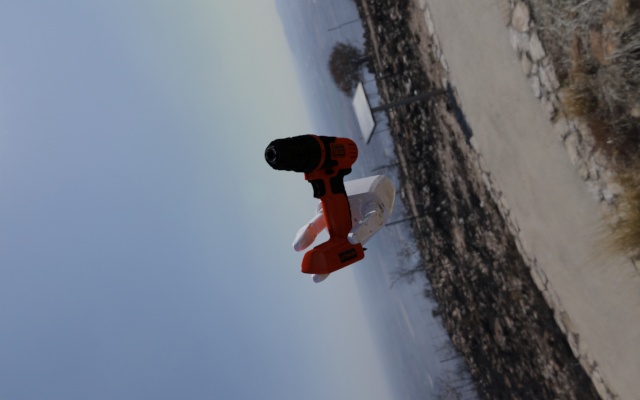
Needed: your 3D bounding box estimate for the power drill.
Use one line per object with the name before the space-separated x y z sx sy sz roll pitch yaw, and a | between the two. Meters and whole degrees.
power drill | 0.000 0.003 0.656 0.057 0.187 0.184 -3 4 37
